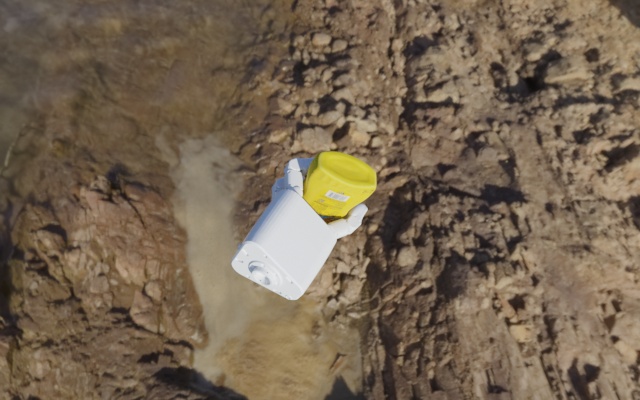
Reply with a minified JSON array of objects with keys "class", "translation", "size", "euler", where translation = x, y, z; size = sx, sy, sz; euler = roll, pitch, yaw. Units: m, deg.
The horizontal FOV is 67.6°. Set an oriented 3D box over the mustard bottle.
[{"class":"mustard bottle","translation":[0.000,0.002,0.740],"size":[0.096,0.058,0.192],"euler":[16,-36,-20]}]
